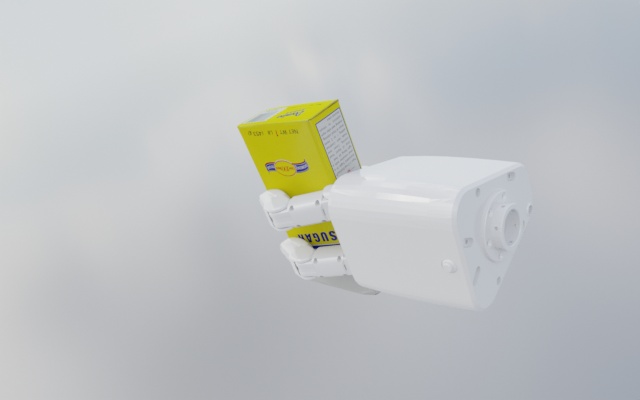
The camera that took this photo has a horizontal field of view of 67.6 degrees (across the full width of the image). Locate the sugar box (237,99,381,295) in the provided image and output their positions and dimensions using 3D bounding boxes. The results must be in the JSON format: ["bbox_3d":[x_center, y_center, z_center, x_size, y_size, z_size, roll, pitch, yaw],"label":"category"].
[{"bbox_3d":[0.000,0.002,0.429,0.093,0.176,0.048,5,34,45],"label":"sugar box"}]
